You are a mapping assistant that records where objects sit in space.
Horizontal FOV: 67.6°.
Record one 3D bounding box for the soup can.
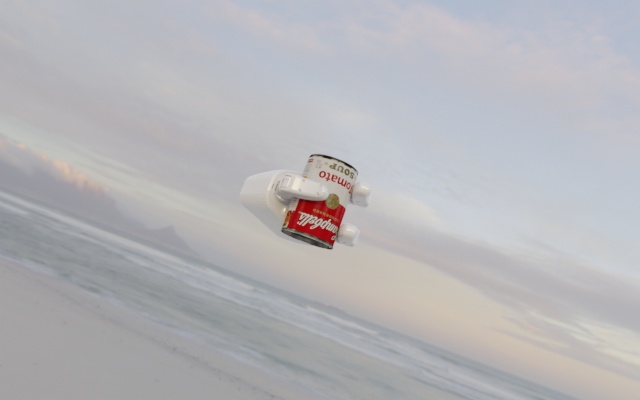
[{"bbox_3d":[0.000,0.002,0.592,0.068,0.102,0.068,19,-11,4],"label":"soup can"}]
